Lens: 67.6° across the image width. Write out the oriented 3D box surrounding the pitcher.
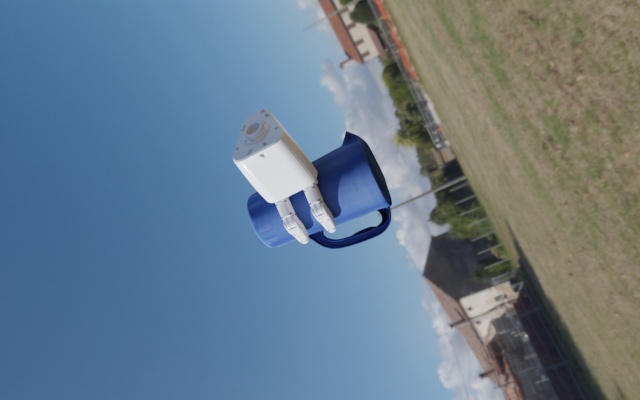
[{"bbox_3d":[0.000,0.003,0.852,0.243,0.149,0.145,-25,-45,15],"label":"pitcher"}]
